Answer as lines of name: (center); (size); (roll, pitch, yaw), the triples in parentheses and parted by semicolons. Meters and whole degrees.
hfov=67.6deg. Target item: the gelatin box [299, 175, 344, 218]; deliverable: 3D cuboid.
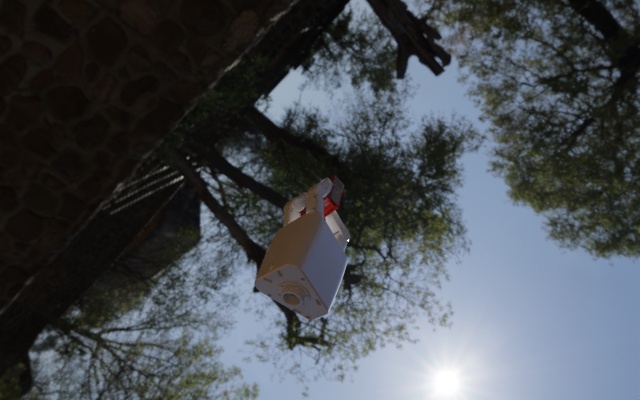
gelatin box: (0.000, 0.003, 0.810); (0.073, 0.030, 0.089); (-36, 15, 24)
